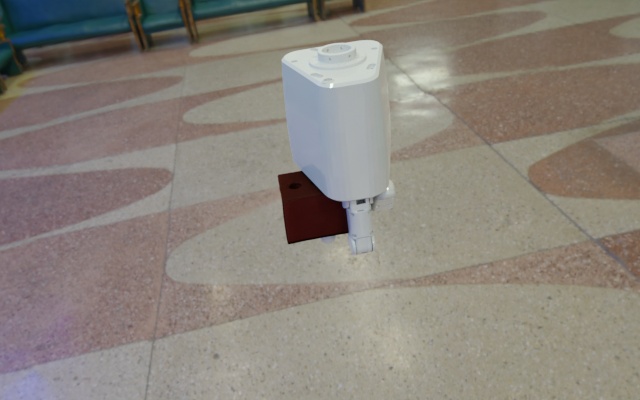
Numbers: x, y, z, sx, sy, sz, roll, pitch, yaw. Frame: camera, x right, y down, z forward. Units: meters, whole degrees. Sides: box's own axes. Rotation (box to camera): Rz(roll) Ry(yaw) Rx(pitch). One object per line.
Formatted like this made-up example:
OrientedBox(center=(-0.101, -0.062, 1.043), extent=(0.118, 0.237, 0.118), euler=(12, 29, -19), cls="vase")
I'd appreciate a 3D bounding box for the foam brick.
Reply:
OrientedBox(center=(0.000, 0.002, 0.468), extent=(0.078, 0.051, 0.053), euler=(-11, 34, -4), cls="foam brick")
